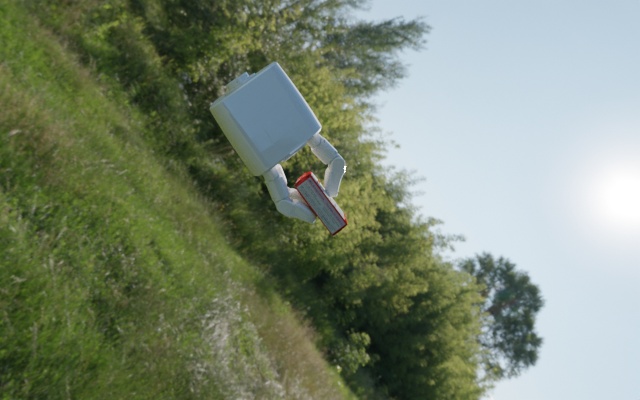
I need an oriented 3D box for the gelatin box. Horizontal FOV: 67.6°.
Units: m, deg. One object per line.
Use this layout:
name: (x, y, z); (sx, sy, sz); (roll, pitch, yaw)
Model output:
gelatin box: (0.001, 0.002, 0.675); (0.030, 0.089, 0.073); (-38, 6, 4)
